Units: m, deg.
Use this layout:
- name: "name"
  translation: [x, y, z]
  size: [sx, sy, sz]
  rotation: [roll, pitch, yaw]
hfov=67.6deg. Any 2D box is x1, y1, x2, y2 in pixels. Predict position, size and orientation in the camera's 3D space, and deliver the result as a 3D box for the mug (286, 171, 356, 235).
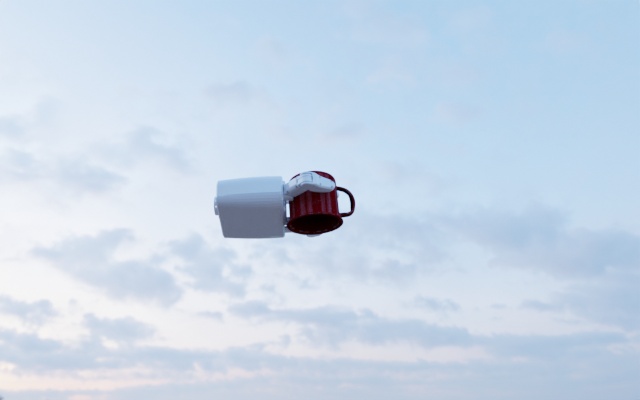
- name: "mug"
  translation: [0.002, 0.002, 0.794]
  size: [0.117, 0.081, 0.093]
  rotation: [-2, -25, -5]
